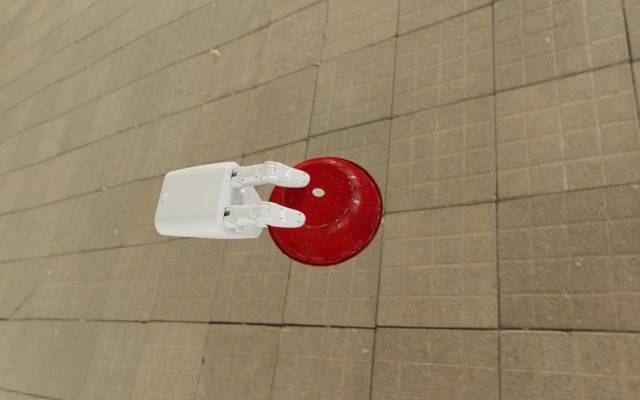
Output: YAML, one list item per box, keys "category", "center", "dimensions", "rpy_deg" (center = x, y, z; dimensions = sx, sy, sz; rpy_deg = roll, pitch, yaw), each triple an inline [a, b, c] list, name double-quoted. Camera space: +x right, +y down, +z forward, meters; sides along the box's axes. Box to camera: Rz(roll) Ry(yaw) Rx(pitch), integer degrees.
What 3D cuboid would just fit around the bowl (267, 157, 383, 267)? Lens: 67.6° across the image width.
- category: "bowl"
  center: [0.001, 0.002, 0.626]
  dimensions: [0.162, 0.162, 0.055]
  rpy_deg: [0, -23, 10]
